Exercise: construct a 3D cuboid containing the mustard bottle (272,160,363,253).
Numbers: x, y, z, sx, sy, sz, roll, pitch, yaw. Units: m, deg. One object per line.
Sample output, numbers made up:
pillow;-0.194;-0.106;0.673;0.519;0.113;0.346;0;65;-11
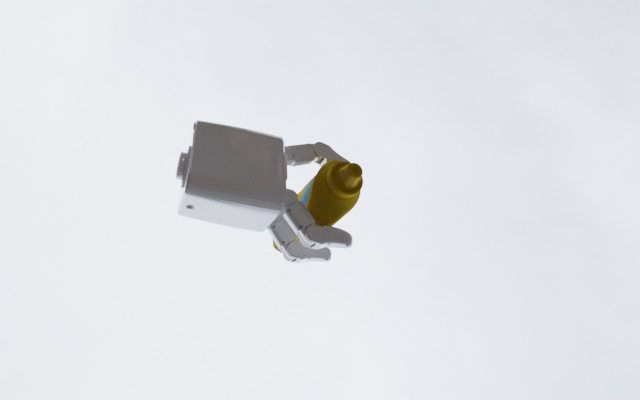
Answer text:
mustard bottle;0.000;0.002;0.591;0.058;0.096;0.192;32;-31;-8
